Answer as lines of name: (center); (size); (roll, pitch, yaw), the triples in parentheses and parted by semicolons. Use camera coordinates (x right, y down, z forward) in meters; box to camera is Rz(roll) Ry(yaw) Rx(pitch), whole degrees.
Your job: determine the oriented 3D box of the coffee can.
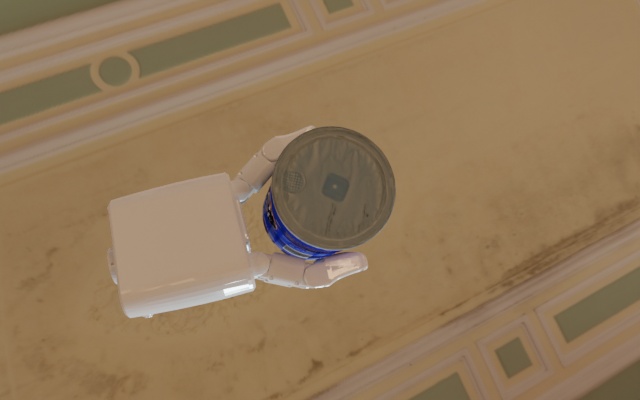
coffee can: (0.000, 0.001, 0.451); (0.103, 0.102, 0.140); (0, -11, -10)
